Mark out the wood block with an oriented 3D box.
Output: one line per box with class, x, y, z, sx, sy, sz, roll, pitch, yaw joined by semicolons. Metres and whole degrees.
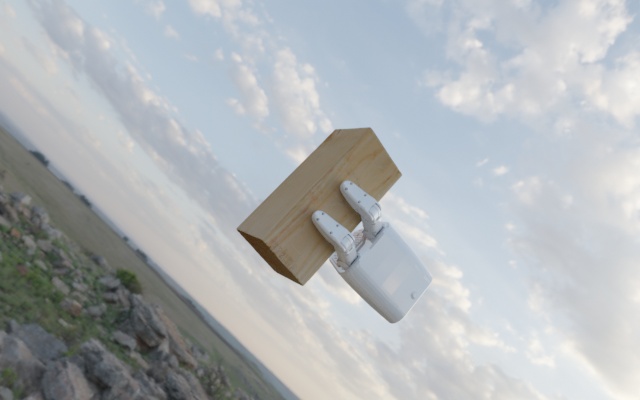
wood block;0.000;0.002;0.647;0.206;0.090;0.091;-47;25;-18
